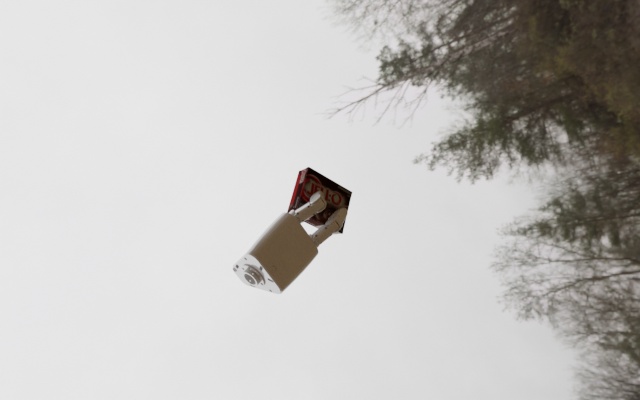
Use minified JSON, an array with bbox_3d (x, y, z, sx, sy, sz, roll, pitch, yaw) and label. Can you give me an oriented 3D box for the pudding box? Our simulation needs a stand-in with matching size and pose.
[{"bbox_3d":[0.000,0.003,0.889,0.113,0.090,0.039,29,-26,-32],"label":"pudding box"}]
